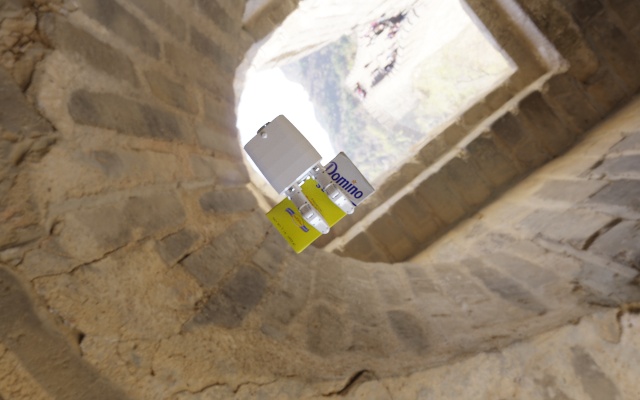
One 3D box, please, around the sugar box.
[{"bbox_3d":[0.000,0.003,0.843,0.176,0.093,0.048,-40,0,10],"label":"sugar box"}]
